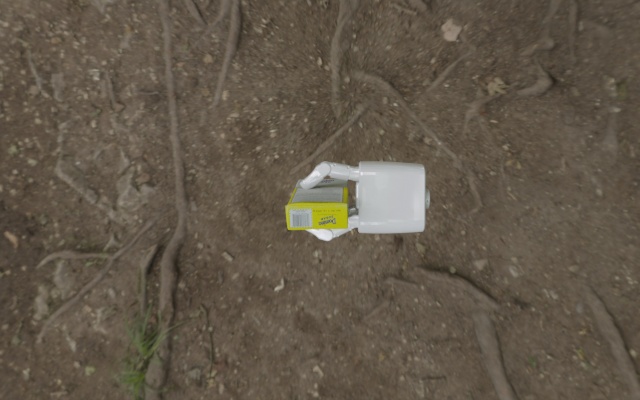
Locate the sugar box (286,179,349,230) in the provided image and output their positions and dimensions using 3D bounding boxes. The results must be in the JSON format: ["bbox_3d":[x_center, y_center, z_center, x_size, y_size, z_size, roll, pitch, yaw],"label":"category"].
[{"bbox_3d":[0.000,0.003,0.786,0.093,0.048,0.176,0,12,4],"label":"sugar box"}]
